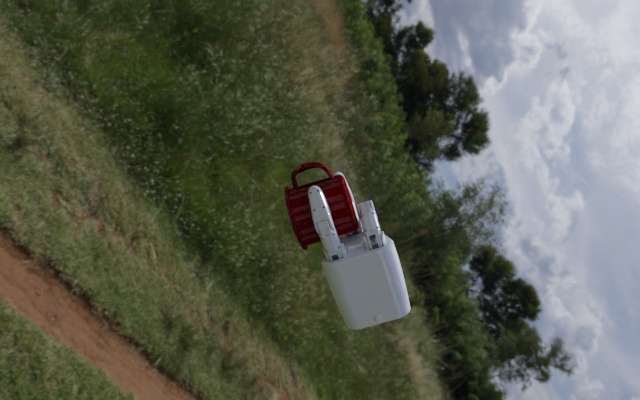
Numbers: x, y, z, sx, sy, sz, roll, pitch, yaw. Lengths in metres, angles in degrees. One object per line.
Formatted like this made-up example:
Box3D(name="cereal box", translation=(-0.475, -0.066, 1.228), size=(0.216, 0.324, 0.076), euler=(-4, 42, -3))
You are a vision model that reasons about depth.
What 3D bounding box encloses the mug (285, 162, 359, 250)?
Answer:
Box3D(name="mug", translation=(0.000, 0.001, 0.657), size=(0.081, 0.117, 0.093), euler=(-17, 16, 6))
